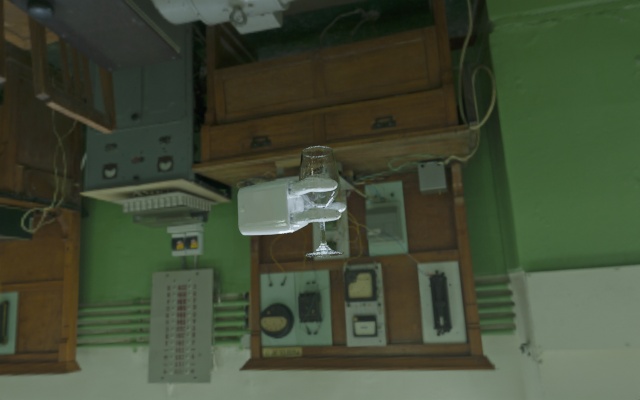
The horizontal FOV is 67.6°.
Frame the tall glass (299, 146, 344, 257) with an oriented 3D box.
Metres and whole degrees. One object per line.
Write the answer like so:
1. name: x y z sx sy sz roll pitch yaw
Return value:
1. tall glass: 0.000 0.004 0.898 0.079 0.201 0.079 -3 -11 -1
